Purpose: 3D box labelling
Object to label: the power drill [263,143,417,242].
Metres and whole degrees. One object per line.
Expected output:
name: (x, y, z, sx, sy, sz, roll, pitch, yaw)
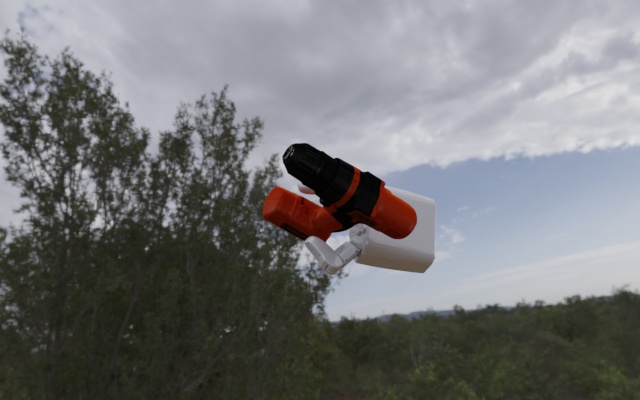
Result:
power drill: (0.000, 0.002, 0.603, 0.184, 0.057, 0.187, 32, -23, -23)
